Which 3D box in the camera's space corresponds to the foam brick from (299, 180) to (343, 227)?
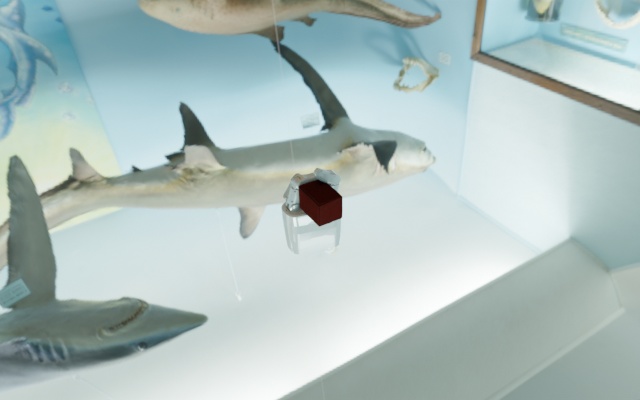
[{"bbox_3d":[0.000,0.003,0.899,0.053,0.051,0.078,-19,38,-24],"label":"foam brick"}]
